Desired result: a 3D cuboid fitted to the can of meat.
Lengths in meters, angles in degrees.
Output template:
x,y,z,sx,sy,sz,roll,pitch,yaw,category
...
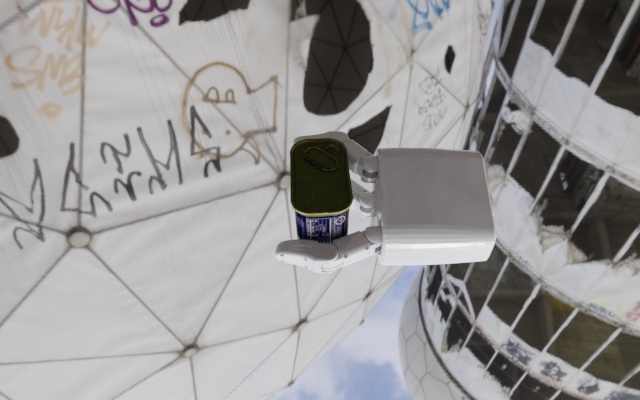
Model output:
x,y,z,sx,sy,sz,roll,pitch,yaw,category
0.000,0.002,0.485,0.057,0.102,0.084,-3,-42,-1,can of meat
